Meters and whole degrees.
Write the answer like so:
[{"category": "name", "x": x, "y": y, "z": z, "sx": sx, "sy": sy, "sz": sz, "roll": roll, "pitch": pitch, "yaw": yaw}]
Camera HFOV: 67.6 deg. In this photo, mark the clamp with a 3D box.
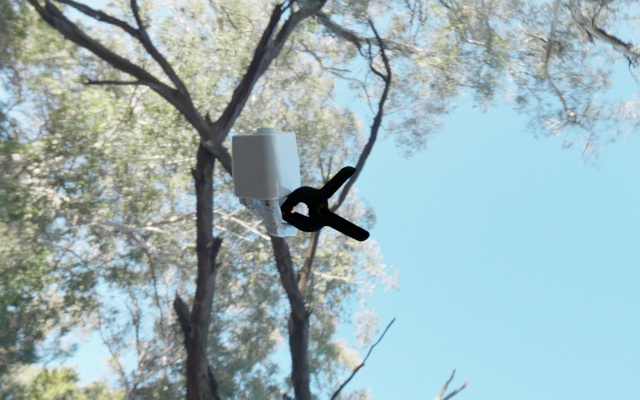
[{"category": "clamp", "x": 0.000, "y": 0.003, "z": 0.780, "sx": 0.171, "sy": 0.120, "sz": 0.039, "roll": 3, "pitch": 10, "yaw": 32}]
